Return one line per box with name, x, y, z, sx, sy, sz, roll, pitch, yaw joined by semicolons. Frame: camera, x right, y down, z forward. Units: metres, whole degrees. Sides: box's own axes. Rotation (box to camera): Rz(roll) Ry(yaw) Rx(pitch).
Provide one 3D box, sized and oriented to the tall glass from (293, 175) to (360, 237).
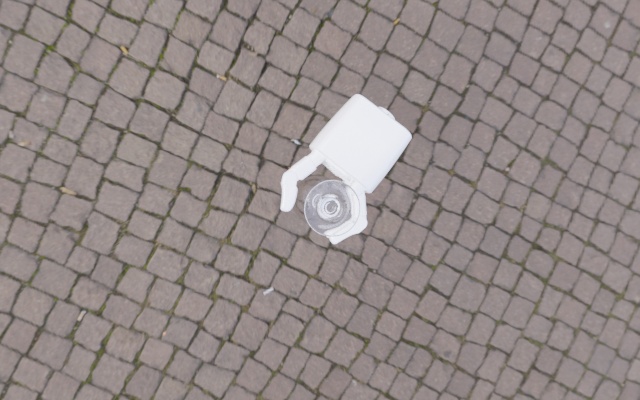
tall glass;0.000;0.002;0.717;0.079;0.079;0.201;0;4;-9
